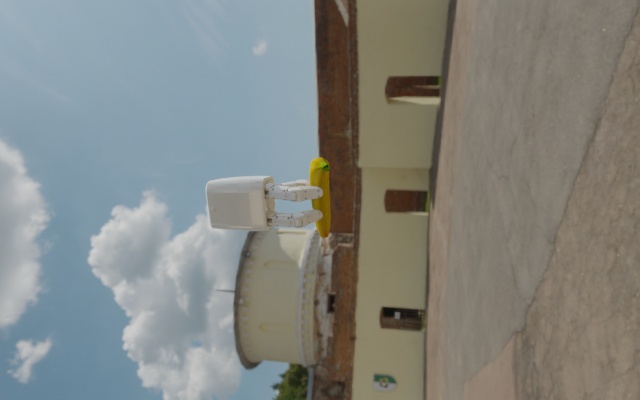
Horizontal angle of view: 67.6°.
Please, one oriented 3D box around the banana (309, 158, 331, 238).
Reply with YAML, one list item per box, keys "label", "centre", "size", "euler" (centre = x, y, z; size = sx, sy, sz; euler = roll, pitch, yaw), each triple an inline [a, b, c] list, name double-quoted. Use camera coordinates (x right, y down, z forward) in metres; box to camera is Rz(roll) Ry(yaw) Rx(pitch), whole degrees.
- label: "banana"
  centre: [-0.001, -0.013, 0.886]
  size: [0.037, 0.069, 0.198]
  euler: [-3, -42, 0]
